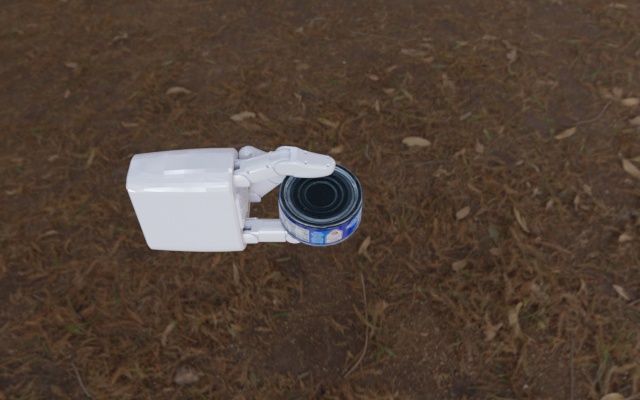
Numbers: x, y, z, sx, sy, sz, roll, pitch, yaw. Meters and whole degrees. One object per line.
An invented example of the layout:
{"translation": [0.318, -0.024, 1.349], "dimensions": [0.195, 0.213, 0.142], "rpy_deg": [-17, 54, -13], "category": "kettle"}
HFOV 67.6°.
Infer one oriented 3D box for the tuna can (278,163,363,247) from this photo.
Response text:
{"translation": [0.000, 0.001, 0.482], "dimensions": [0.086, 0.086, 0.034], "rpy_deg": [0, -36, -1], "category": "tuna can"}
